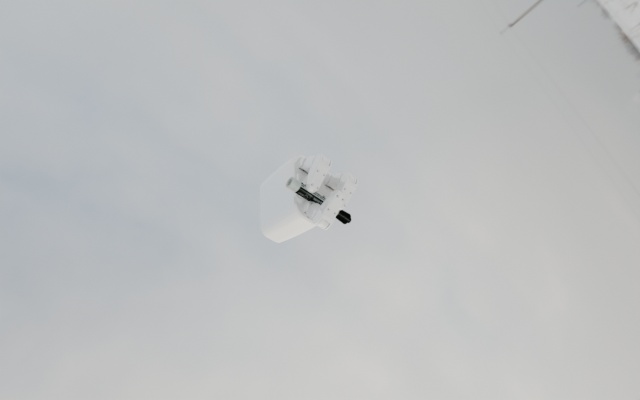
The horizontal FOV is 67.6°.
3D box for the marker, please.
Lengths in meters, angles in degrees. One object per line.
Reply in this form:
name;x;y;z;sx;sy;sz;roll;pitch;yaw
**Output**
marker;0.000;0.002;0.723;0.121;0.020;0.020;33;-16;-26
